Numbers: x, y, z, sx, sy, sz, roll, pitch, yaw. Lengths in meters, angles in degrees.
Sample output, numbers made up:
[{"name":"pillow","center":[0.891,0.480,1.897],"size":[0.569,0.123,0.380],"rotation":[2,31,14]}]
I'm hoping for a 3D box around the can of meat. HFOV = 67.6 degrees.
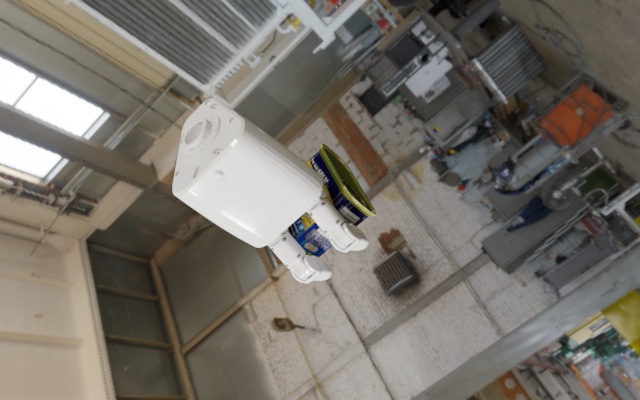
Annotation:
[{"name":"can of meat","center":[0.000,0.002,0.526],"size":[0.084,0.102,0.057],"rotation":[-41,-46,14]}]
